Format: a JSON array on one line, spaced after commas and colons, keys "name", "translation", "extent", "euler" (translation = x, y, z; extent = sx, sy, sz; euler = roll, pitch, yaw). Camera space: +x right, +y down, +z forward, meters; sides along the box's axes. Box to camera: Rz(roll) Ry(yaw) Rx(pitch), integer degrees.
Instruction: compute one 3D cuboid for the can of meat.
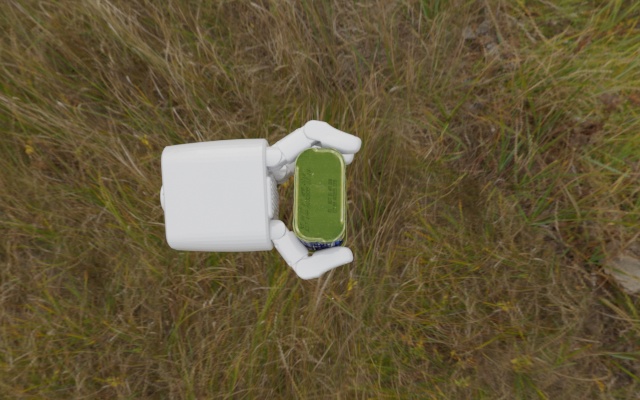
[{"name": "can of meat", "translation": [0.000, 0.002, 0.506], "extent": [0.057, 0.102, 0.084], "euler": [0, -11, 2]}]
